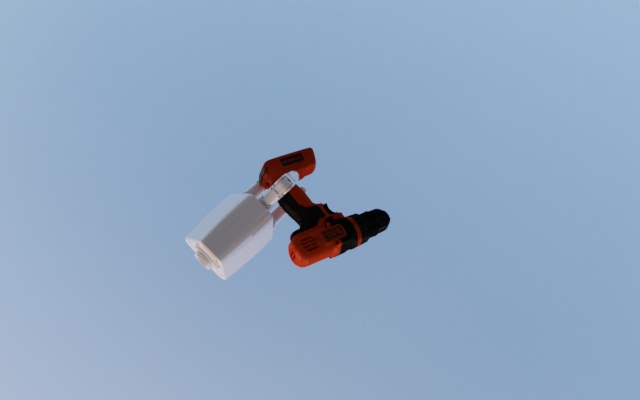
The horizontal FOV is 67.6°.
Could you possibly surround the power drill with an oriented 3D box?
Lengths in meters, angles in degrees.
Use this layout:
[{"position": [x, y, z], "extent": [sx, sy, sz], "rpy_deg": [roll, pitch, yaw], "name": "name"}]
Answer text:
[{"position": [0.000, 0.002, 0.770], "extent": [0.184, 0.187, 0.057], "rpy_deg": [-19, -28, -31], "name": "power drill"}]
